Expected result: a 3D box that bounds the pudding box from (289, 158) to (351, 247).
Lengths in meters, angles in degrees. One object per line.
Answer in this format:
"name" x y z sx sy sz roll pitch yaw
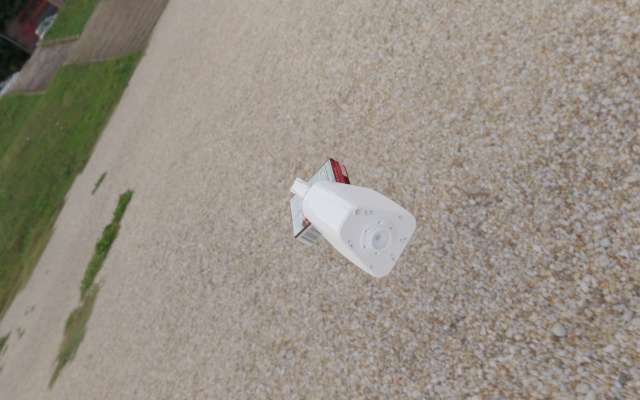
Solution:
"pudding box" 0.000 0.002 0.745 0.039 0.090 0.113 30 -59 -31
